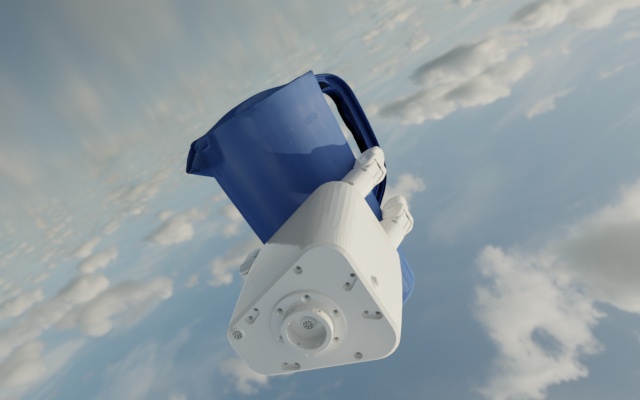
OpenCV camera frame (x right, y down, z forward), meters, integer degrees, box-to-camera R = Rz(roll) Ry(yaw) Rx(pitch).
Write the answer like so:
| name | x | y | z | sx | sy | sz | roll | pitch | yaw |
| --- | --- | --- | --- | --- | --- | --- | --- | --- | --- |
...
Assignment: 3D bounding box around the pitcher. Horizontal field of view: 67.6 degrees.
| name | x | y | z | sx | sy | sz | roll | pitch | yaw |
| --- | --- | --- | --- | --- | --- | --- | --- | --- | --- |
| pitcher | 0.000 | 0.002 | 0.474 | 0.149 | 0.243 | 0.145 | -27 | 15 | 16 |
